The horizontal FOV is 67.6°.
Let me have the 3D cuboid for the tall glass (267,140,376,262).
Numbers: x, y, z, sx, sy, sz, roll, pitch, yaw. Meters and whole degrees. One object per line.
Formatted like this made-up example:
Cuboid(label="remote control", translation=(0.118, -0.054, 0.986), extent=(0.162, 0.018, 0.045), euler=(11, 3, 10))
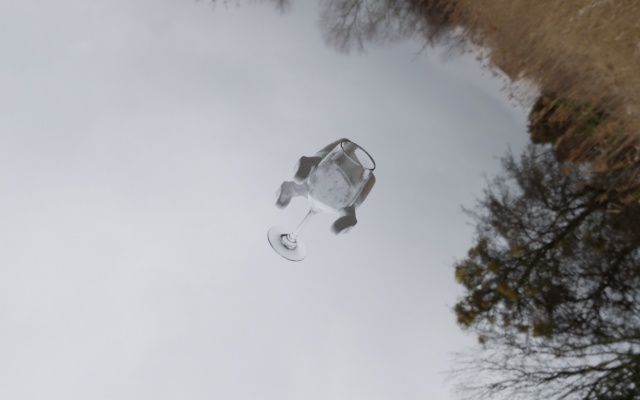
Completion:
Cuboid(label="tall glass", translation=(0.000, 0.003, 0.730), extent=(0.079, 0.079, 0.201), euler=(0, -43, -48))
